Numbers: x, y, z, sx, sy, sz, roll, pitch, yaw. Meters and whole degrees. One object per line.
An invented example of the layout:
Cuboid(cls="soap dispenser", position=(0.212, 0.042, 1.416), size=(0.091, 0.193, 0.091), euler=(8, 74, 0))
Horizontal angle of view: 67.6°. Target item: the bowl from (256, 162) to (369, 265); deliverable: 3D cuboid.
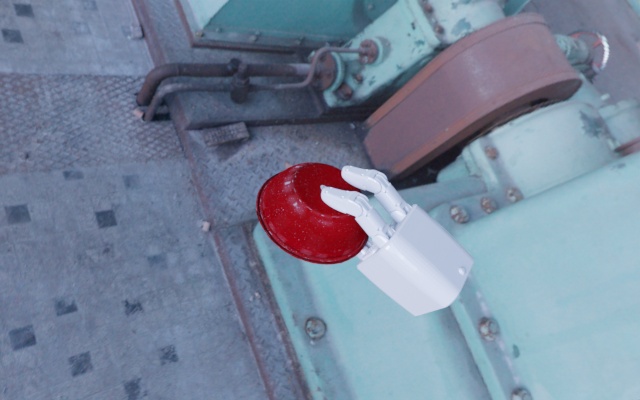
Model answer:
Cuboid(cls="bowl", position=(-0.001, 0.001, 0.627), size=(0.162, 0.162, 0.055), euler=(0, -39, -24))
